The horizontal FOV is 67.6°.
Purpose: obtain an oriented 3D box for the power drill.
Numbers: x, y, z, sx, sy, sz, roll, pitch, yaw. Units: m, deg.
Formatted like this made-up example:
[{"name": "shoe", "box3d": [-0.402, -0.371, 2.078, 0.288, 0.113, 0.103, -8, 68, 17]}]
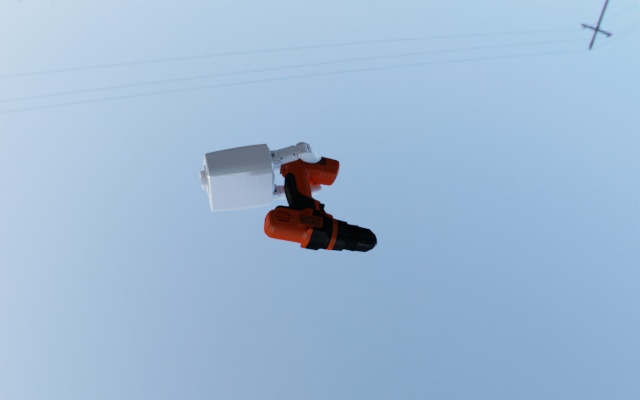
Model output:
[{"name": "power drill", "box3d": [0.000, 0.002, 0.802, 0.184, 0.057, 0.187, 12, 41, -14]}]
